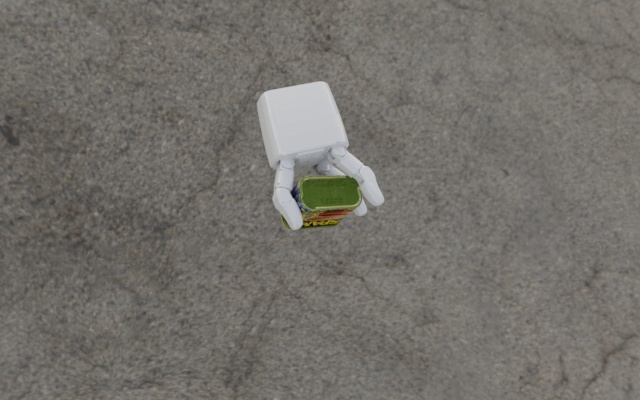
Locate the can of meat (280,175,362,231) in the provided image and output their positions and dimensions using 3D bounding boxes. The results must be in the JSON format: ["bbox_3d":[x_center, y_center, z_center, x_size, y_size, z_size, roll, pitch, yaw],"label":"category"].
[{"bbox_3d":[0.000,0.002,0.705,0.102,0.057,0.084,-3,-19,-25],"label":"can of meat"}]
